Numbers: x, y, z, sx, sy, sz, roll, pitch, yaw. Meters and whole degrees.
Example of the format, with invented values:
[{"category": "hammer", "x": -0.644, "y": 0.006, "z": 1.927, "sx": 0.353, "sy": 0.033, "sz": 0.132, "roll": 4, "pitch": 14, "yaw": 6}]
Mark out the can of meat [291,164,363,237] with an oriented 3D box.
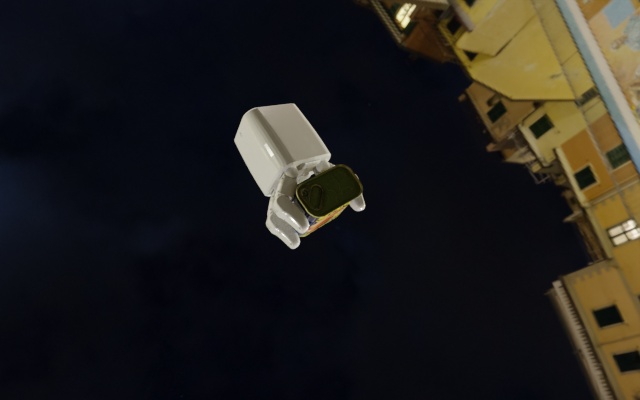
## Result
[{"category": "can of meat", "x": 0.000, "y": 0.002, "z": 0.707, "sx": 0.102, "sy": 0.057, "sz": 0.084, "roll": -29, "pitch": -12, "yaw": -31}]
